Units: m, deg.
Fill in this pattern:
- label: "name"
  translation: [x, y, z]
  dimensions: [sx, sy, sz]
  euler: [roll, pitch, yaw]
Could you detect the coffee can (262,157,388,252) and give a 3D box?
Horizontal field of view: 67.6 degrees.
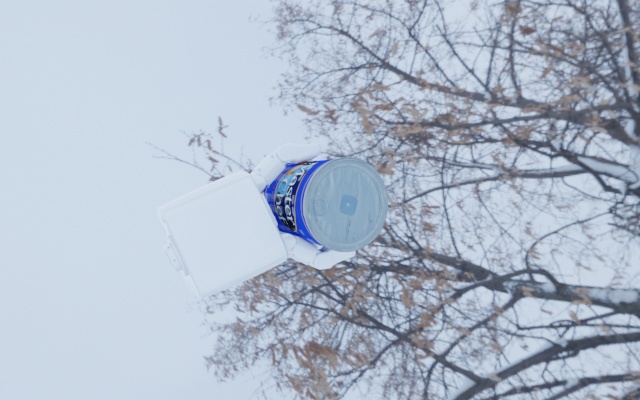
- label: "coffee can"
  translation: [0.000, 0.002, 0.574]
  dimensions: [0.103, 0.103, 0.140]
  euler: [0, 2, -26]
